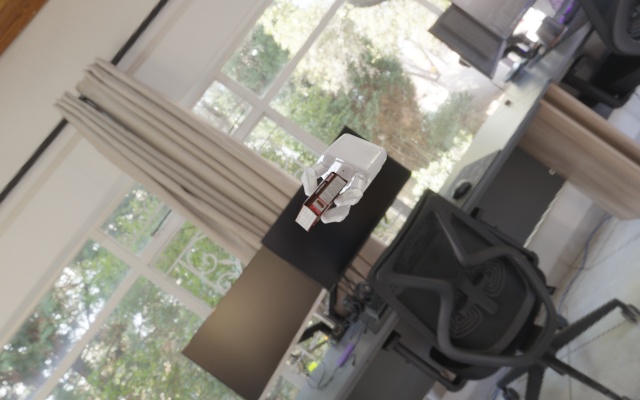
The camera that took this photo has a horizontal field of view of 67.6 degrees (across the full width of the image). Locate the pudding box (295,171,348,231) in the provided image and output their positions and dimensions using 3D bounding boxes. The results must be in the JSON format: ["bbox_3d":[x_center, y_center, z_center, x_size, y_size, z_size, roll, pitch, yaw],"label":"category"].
[{"bbox_3d":[0.000,0.003,0.884,0.039,0.090,0.113,38,-19,5],"label":"pudding box"}]
